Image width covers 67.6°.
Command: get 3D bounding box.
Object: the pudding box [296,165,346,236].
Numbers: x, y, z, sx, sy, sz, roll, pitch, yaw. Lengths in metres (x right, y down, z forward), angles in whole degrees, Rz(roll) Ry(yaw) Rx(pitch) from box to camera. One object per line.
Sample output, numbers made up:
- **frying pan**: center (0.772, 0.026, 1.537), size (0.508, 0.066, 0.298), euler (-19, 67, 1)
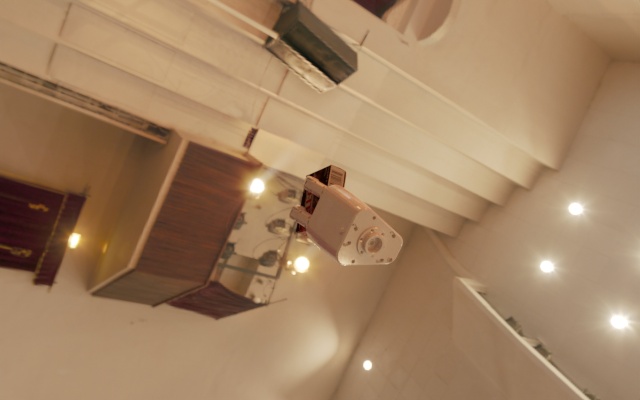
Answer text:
- **pudding box**: center (0.000, 0.003, 0.839), size (0.039, 0.113, 0.090), euler (21, -20, -27)
